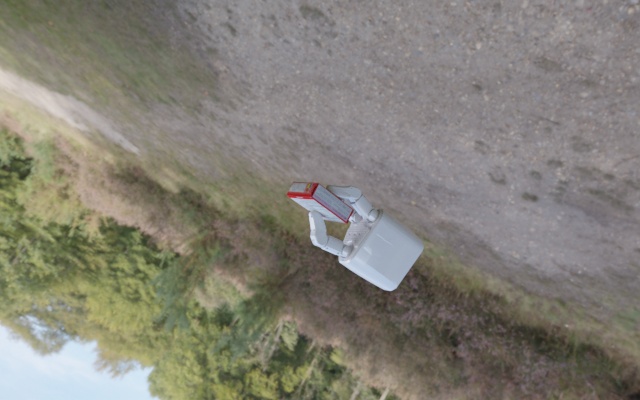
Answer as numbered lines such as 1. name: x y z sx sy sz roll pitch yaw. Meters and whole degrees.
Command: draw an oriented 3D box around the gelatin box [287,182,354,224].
1. gelatin box: 0.000 0.003 0.785 0.089 0.030 0.073 35 -17 -32
